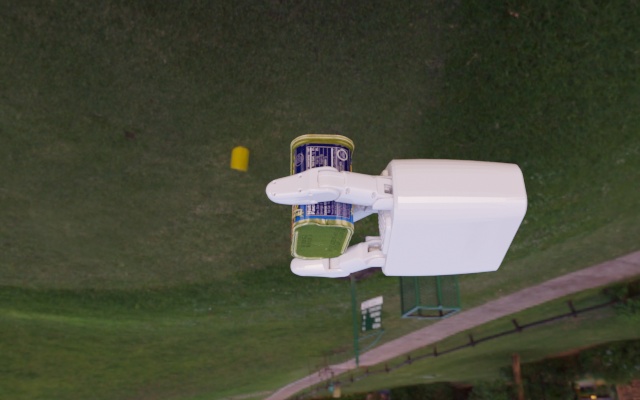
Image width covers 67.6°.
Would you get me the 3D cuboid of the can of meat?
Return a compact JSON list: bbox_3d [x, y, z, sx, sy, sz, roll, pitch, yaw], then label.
[{"bbox_3d":[0.000,0.002,0.442,0.057,0.084,0.102,1,-24,-4],"label":"can of meat"}]
